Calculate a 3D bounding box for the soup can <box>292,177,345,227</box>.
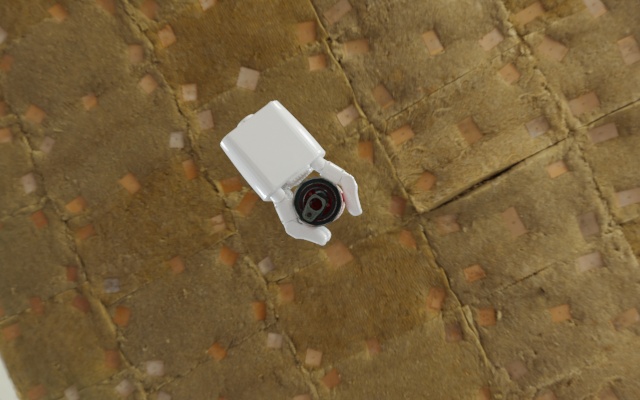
[{"bbox_3d":[0.001,0.003,0.691,0.068,0.068,0.102,0,0,6],"label":"soup can"}]
